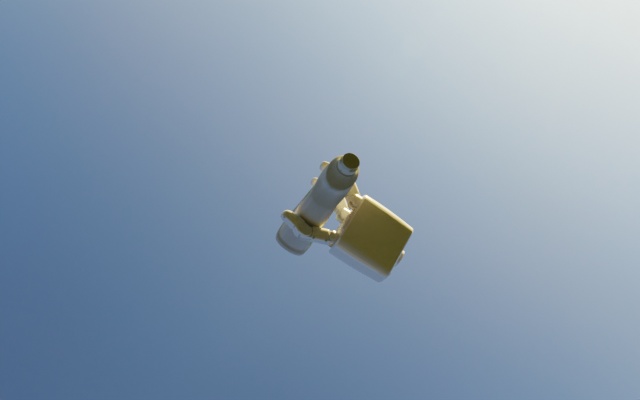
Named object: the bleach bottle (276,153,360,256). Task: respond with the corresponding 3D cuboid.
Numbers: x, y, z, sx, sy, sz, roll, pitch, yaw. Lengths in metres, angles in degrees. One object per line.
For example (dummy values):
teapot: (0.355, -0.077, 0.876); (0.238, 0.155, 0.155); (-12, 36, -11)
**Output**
bleach bottle: (0.000, 0.003, 0.810); (0.068, 0.102, 0.251); (35, -34, -1)
